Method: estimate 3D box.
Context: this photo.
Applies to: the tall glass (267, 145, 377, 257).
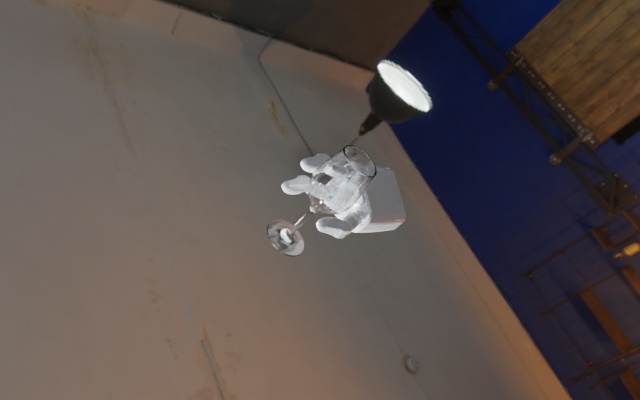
[{"bbox_3d":[0.000,0.003,0.744,0.079,0.079,0.201,0,-37,-47],"label":"tall glass"}]
